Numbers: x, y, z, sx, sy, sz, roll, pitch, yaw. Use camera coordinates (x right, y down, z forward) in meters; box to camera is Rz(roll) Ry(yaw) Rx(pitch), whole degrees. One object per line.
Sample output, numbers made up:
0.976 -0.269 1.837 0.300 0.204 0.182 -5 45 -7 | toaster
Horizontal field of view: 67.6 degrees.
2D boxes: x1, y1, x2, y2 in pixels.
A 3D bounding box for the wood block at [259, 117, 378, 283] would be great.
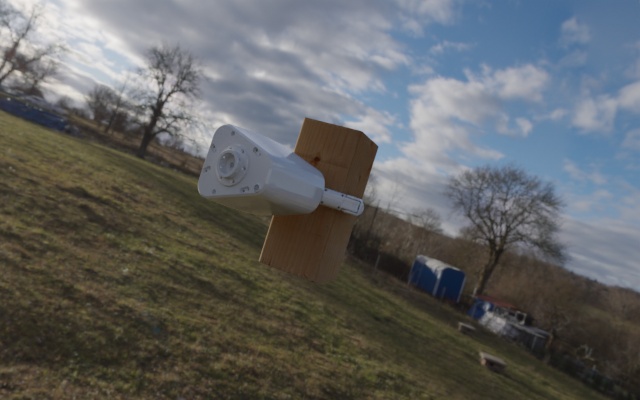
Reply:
0.000 0.002 0.670 0.091 0.206 0.090 18 -1 22 | wood block
